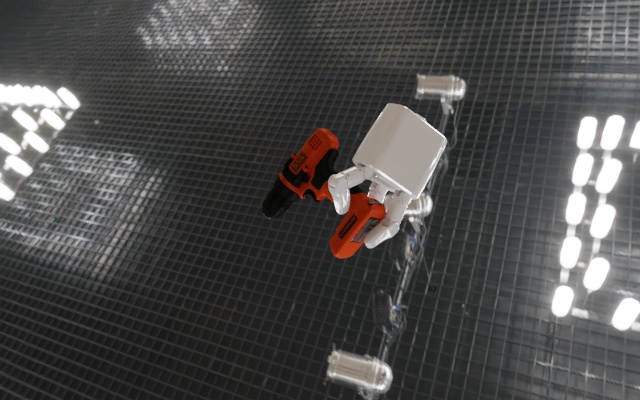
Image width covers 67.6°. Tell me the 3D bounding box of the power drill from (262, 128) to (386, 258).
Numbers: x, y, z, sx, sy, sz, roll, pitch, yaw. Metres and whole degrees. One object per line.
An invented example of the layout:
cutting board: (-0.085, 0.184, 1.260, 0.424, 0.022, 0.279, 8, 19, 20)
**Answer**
power drill: (0.001, 0.003, 0.772, 0.187, 0.184, 0.057, 48, 21, 28)
